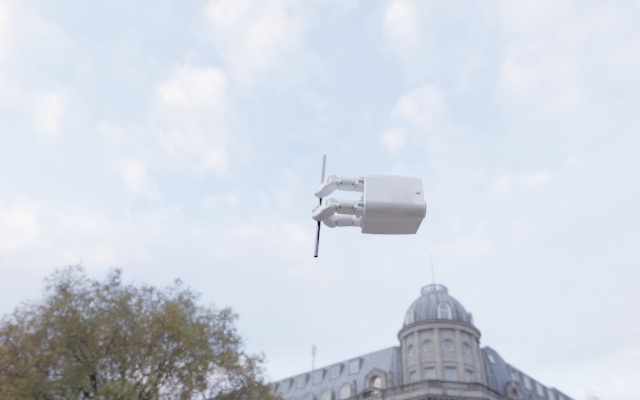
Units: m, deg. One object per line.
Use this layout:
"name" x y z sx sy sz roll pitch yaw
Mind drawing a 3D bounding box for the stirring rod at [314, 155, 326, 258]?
"stirring rod" 0.000 0.003 0.894 0.011 0.239 0.011 3 -39 2
